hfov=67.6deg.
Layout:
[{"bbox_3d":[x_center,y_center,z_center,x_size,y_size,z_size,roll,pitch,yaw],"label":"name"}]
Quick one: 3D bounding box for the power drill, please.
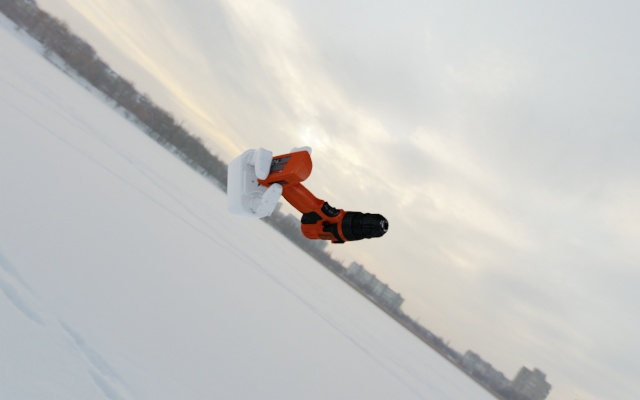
[{"bbox_3d":[0.000,0.002,0.782,0.184,0.057,0.188,-6,-45,44],"label":"power drill"}]
